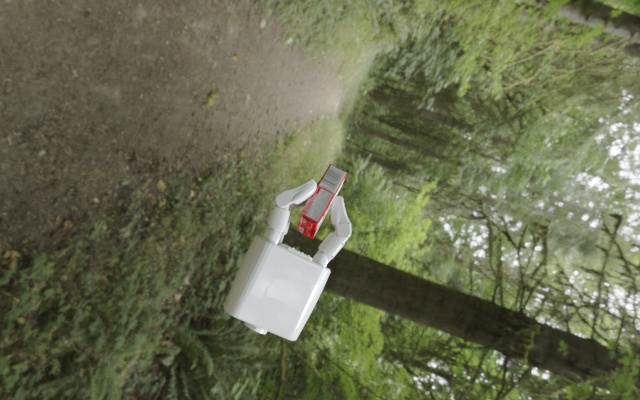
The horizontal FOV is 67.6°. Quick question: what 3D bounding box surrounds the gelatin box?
[{"bbox_3d":[0.001,0.002,0.671,0.030,0.089,0.073,29,-20,4],"label":"gelatin box"}]
